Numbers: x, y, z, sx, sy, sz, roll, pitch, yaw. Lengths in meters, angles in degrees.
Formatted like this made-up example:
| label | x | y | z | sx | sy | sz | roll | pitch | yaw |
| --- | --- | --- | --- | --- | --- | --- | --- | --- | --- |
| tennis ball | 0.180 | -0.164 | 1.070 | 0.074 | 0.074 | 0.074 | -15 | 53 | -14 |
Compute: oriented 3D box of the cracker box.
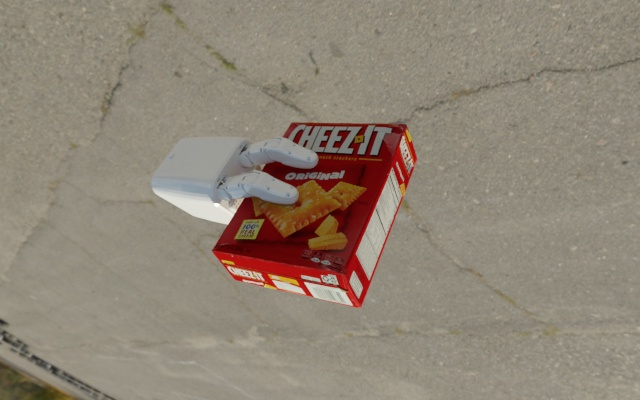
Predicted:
| label | x | y | z | sx | sy | sz | roll | pitch | yaw |
| --- | --- | --- | --- | --- | --- | --- | --- | --- | --- |
| cracker box | 0.000 | 0.002 | 0.552 | 0.164 | 0.213 | 0.072 | 6 | -37 | 29 |
